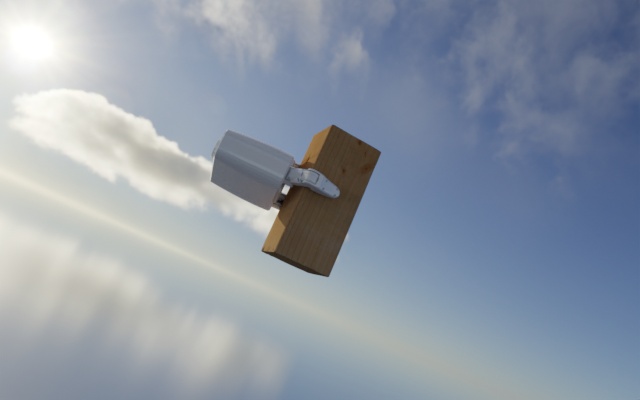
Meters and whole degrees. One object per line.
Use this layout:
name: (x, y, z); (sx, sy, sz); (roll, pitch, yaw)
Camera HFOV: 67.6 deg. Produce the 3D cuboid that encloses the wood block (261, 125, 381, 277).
wood block: (0.000, 0.002, 0.729); (0.090, 0.206, 0.091); (27, -13, -17)
